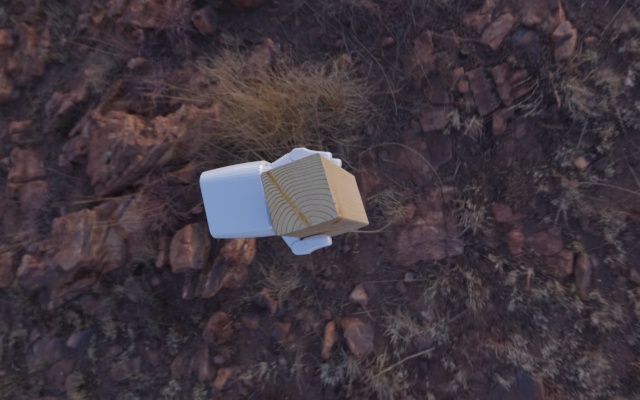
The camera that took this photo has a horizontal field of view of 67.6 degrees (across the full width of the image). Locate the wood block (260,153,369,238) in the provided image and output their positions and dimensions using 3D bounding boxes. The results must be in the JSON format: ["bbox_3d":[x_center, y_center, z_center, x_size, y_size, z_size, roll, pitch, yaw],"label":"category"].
[{"bbox_3d":[0.000,0.003,0.715,0.090,0.091,0.206,-18,-10,14],"label":"wood block"}]
